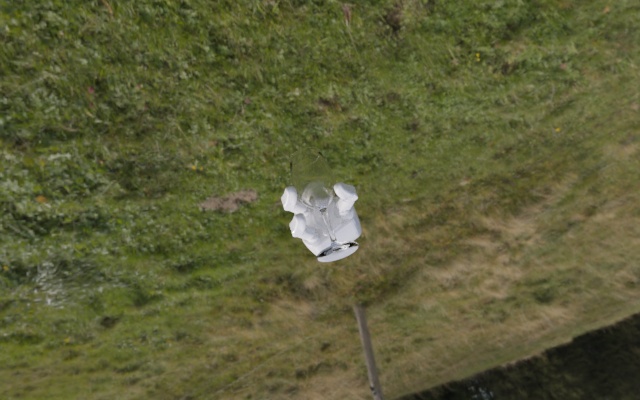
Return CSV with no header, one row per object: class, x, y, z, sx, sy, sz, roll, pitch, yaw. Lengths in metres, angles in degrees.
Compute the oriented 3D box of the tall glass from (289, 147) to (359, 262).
tall glass,0.000,0.003,0.845,0.079,0.201,0.079,-15,-26,-8
